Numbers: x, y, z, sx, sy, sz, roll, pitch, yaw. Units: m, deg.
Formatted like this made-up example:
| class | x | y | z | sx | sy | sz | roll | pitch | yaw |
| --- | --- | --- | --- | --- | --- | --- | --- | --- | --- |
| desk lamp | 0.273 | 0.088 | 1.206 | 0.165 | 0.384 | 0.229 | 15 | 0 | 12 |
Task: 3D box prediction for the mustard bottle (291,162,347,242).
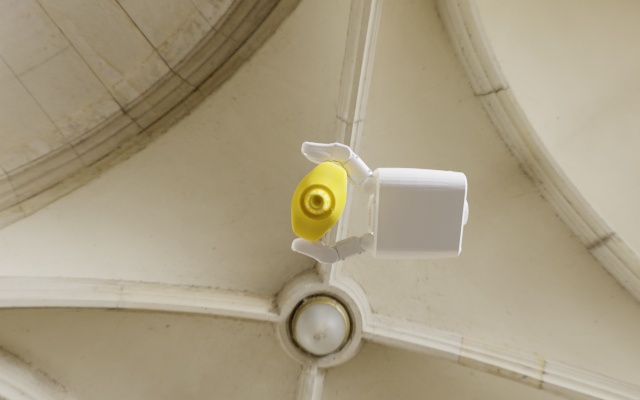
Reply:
| class | x | y | z | sx | sy | sz | roll | pitch | yaw |
| --- | --- | --- | --- | --- | --- | --- | --- | --- | --- |
| mustard bottle | 0.000 | 0.002 | 0.581 | 0.058 | 0.096 | 0.191 | 26 | 1 | 1 |
